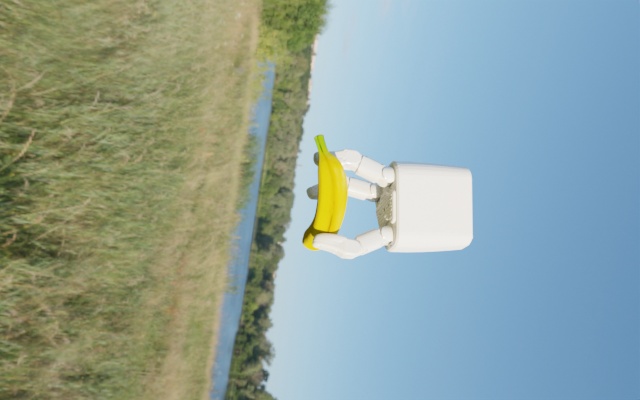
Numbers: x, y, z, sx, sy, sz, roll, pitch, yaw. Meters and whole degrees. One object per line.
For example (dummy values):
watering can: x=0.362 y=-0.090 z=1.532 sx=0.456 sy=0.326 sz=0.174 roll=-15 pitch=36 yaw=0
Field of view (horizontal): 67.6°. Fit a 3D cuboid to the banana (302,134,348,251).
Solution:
banana: x=0.005 y=0.013 z=0.614 sx=0.037 sy=0.198 sz=0.069 roll=-5 pitch=46 yaw=-16
